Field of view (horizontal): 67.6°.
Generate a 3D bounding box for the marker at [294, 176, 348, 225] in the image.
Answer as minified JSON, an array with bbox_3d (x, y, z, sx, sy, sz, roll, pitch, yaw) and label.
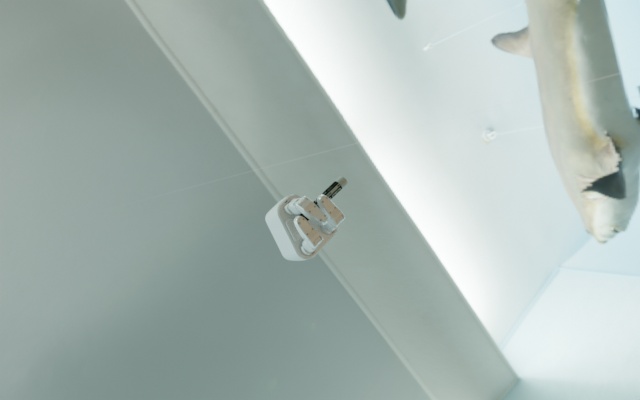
[{"bbox_3d":[0.000,0.003,0.812,0.121,0.020,0.020,-44,19,-22],"label":"marker"}]
